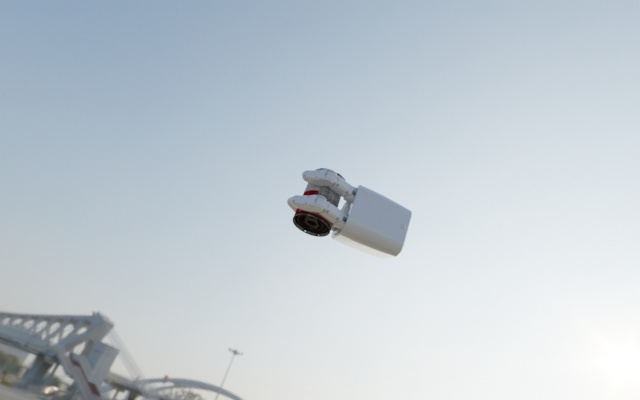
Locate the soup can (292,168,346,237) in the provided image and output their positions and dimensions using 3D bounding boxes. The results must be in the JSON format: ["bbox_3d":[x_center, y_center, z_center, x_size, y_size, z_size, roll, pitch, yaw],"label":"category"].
[{"bbox_3d":[0.000,0.002,0.833,0.068,0.102,0.068,16,-31,10],"label":"soup can"}]
